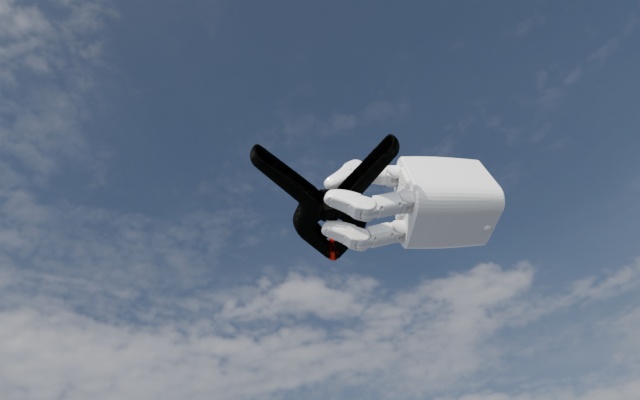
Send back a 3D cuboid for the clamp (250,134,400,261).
[{"bbox_3d":[0.000,0.002,0.590,0.164,0.036,0.210,1,-43,-3],"label":"clamp"}]
